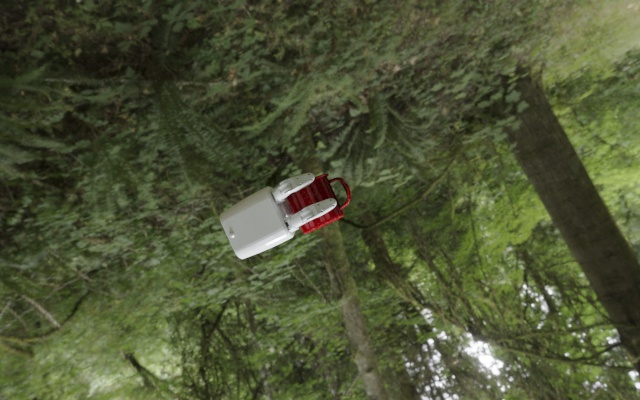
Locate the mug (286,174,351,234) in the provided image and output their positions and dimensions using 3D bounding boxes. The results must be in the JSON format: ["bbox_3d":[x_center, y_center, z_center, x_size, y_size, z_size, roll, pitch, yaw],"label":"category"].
[{"bbox_3d":[0.002,0.002,0.854,0.117,0.081,0.093,-26,-4,13],"label":"mug"}]
